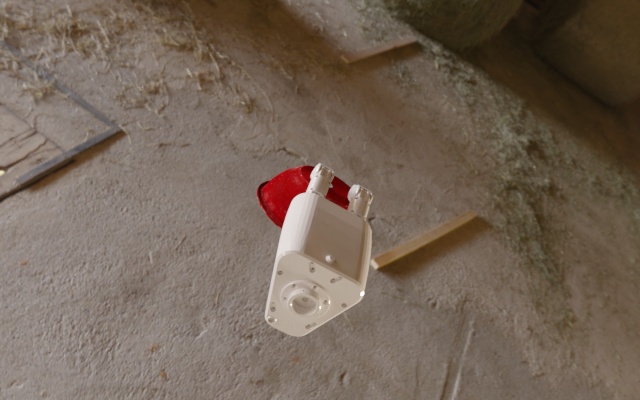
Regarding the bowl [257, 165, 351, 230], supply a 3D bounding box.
[{"bbox_3d":[0.000,0.001,0.630,0.162,0.055,0.162,27,22,-12],"label":"bowl"}]
